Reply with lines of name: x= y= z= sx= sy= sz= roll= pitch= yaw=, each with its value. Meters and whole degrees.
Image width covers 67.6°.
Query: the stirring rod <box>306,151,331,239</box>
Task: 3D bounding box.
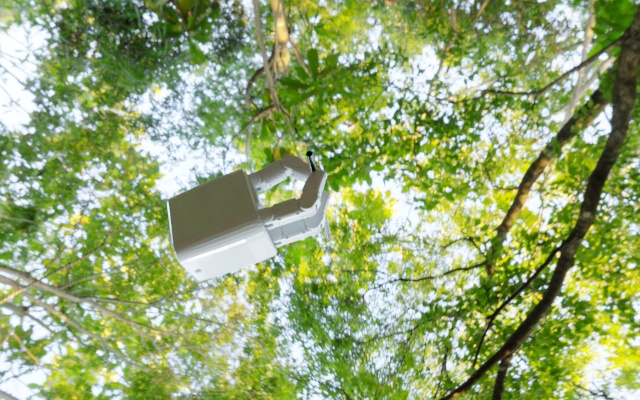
stirring rod: x=0.000 y=0.002 z=0.654 sx=0.011 sy=0.011 sz=0.240 roll=0 pitch=-28 yaw=7
